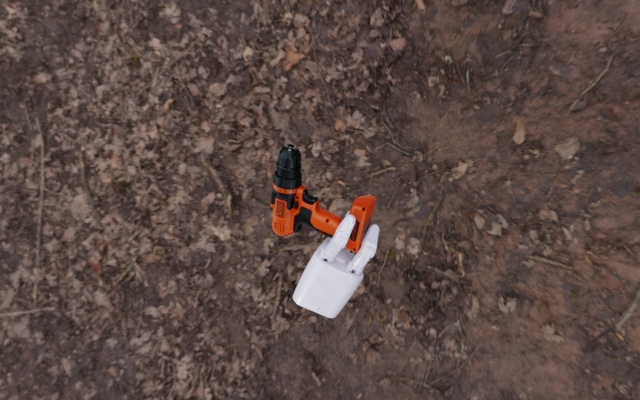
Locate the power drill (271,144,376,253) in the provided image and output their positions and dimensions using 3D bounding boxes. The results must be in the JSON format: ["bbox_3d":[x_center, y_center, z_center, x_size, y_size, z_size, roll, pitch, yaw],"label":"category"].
[{"bbox_3d":[0.000,0.003,0.853,0.187,0.185,0.057,19,35,18],"label":"power drill"}]
